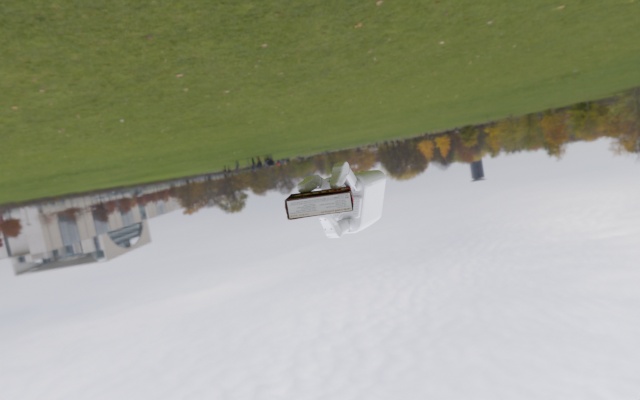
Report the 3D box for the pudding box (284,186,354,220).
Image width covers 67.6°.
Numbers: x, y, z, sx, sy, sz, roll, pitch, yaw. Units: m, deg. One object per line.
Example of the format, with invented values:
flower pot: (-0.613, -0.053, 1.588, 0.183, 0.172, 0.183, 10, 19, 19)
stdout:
pudding box: (0.000, 0.003, 0.819, 0.113, 0.039, 0.090, -10, 5, 4)
